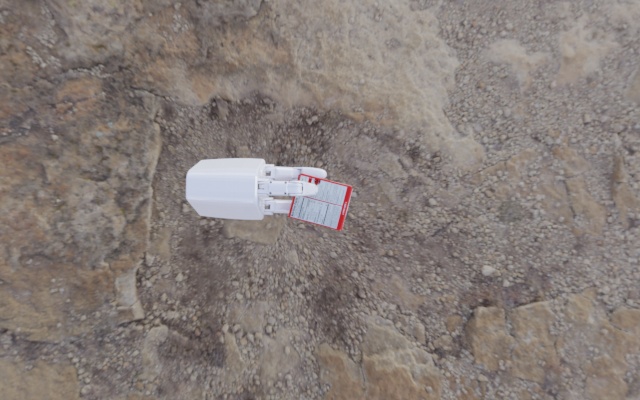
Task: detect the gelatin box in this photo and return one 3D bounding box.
[{"bbox_3d":[0.000,0.003,0.762,0.089,0.073,0.030,14,-1,5],"label":"gelatin box"}]
